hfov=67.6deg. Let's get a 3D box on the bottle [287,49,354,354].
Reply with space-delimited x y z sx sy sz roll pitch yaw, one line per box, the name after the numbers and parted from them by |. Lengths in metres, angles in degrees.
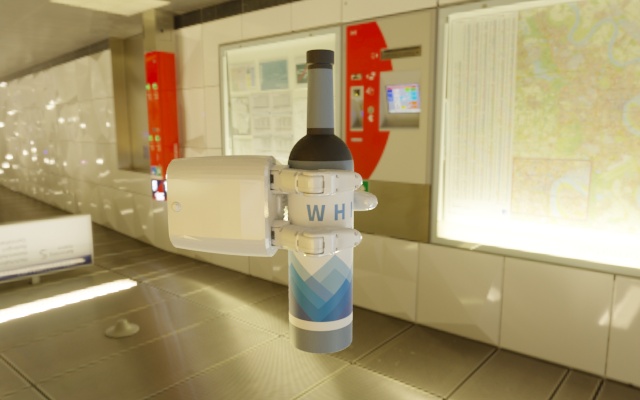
0.000 0.002 0.483 0.069 0.296 0.069 0 9 0 | bottle
